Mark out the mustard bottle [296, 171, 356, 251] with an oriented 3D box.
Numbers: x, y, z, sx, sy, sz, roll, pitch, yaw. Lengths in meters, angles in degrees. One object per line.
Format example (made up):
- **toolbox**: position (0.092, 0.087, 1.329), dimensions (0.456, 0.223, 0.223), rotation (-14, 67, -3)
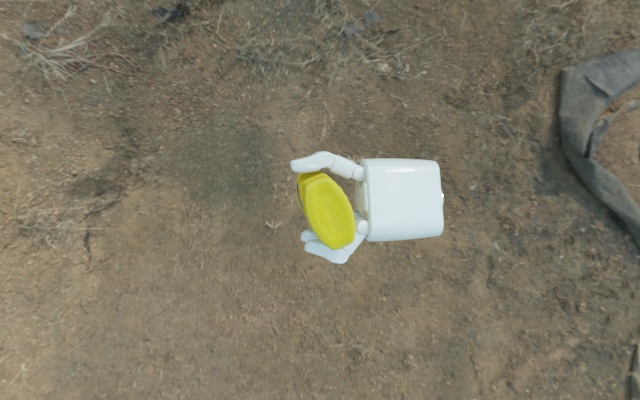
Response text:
- **mustard bottle**: position (0.000, 0.002, 0.685), dimensions (0.058, 0.096, 0.191), rotation (-25, 12, -3)
